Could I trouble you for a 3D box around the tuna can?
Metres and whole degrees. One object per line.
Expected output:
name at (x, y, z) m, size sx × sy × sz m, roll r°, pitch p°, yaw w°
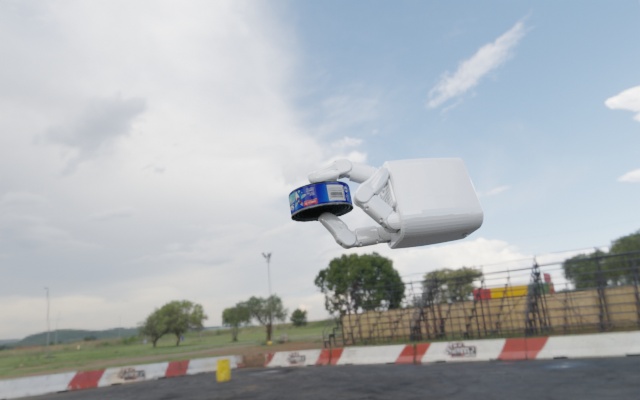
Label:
tuna can at (0.000, 0.002, 0.647) m, size 0.086 × 0.033 × 0.086 m, roll -9°, pitch -15°, yaw -2°
